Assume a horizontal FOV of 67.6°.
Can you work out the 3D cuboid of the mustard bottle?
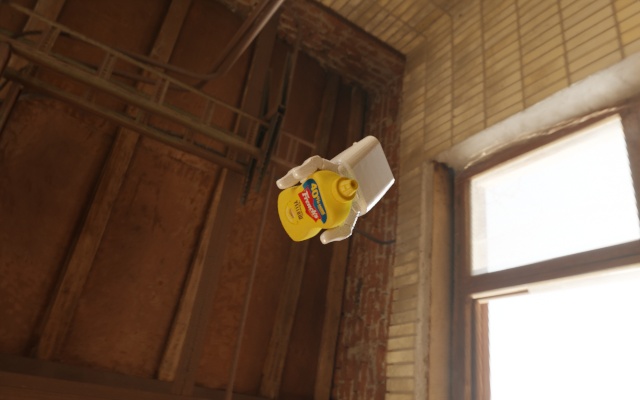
[{"bbox_3d":[0.000,0.003,0.806,0.058,0.096,0.192,-11,-10,-37],"label":"mustard bottle"}]
